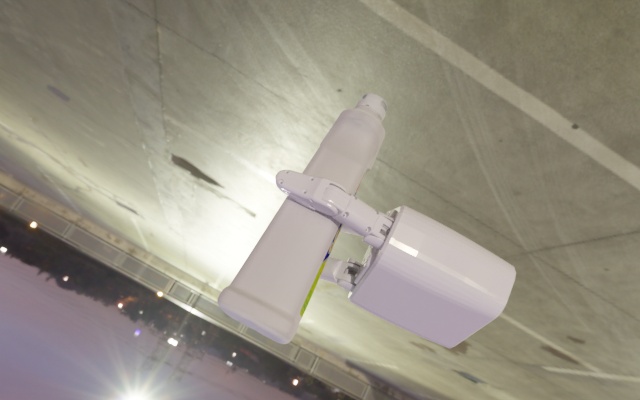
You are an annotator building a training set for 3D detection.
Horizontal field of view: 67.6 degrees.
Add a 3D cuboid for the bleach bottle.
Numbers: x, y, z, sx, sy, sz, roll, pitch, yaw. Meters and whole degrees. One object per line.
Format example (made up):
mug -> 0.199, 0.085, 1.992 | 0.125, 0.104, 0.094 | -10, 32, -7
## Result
bleach bottle -> 0.000, 0.001, 0.438 | 0.068, 0.250, 0.103 | 27, -19, 4
